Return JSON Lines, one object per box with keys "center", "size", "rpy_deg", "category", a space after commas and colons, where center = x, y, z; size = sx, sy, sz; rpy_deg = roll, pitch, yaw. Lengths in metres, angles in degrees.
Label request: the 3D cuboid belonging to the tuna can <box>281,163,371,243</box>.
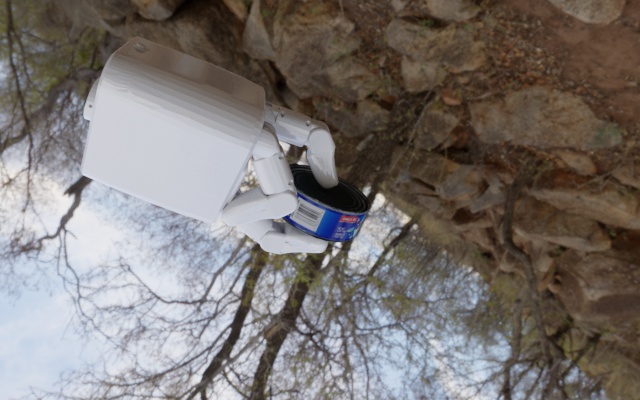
{"center": [0.000, 0.002, 0.435], "size": [0.086, 0.034, 0.086], "rpy_deg": [21, 21, -9], "category": "tuna can"}
